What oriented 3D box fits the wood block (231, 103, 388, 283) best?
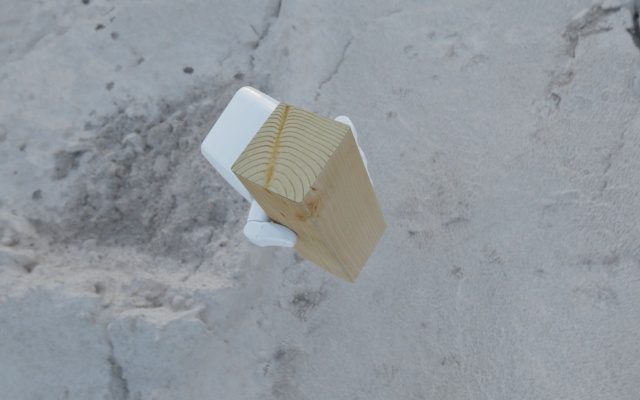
[{"bbox_3d":[0.000,0.002,0.529,0.090,0.090,0.206,25,-19,29],"label":"wood block"}]
